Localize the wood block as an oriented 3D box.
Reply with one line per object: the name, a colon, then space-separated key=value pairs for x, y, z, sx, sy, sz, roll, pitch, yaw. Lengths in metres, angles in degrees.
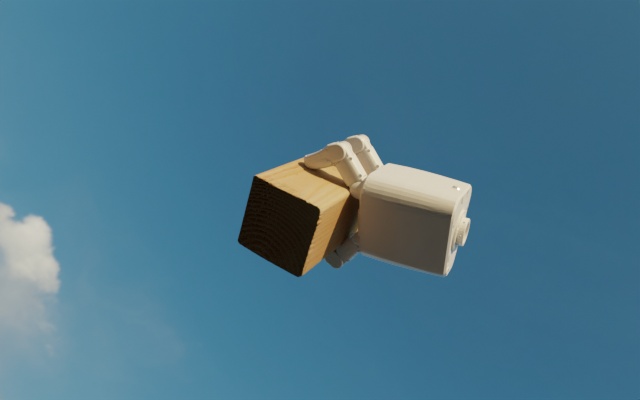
wood block: x=0.000 y=0.002 z=0.601 sx=0.090 sy=0.091 sz=0.206 roll=26 pitch=26 yaw=20
